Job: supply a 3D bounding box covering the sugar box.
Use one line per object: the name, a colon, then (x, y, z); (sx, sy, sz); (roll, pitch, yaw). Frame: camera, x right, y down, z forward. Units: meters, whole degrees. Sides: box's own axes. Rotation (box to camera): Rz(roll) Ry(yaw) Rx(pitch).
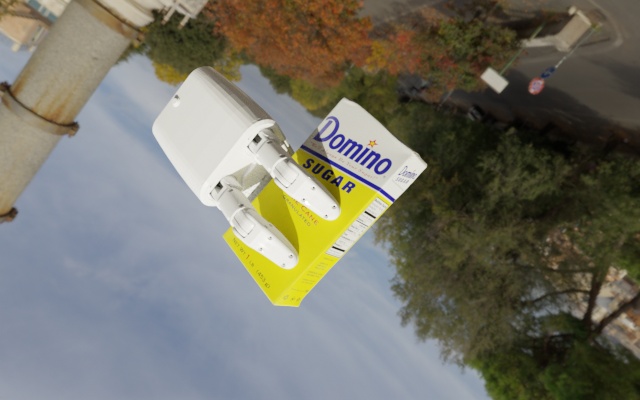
sugar box: (0.000, 0.001, 0.431); (0.093, 0.176, 0.048); (46, 11, 29)
